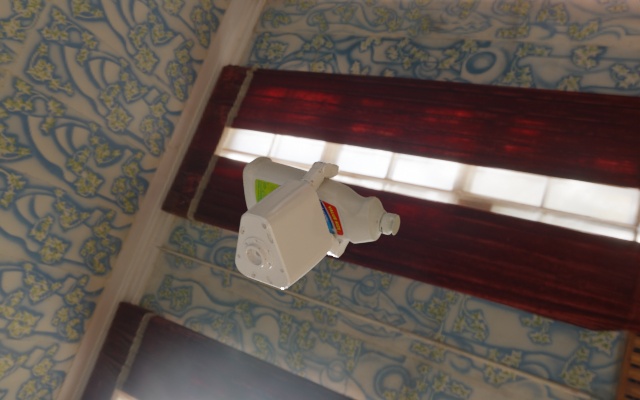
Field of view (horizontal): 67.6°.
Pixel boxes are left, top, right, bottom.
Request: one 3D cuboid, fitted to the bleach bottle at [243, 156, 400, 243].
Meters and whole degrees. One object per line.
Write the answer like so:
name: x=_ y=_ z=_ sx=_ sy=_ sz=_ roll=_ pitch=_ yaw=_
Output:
bleach bottle: x=0.000 y=0.002 z=0.732 sx=0.251 sy=0.103 sz=0.068 roll=13 pitch=31 yaw=29
